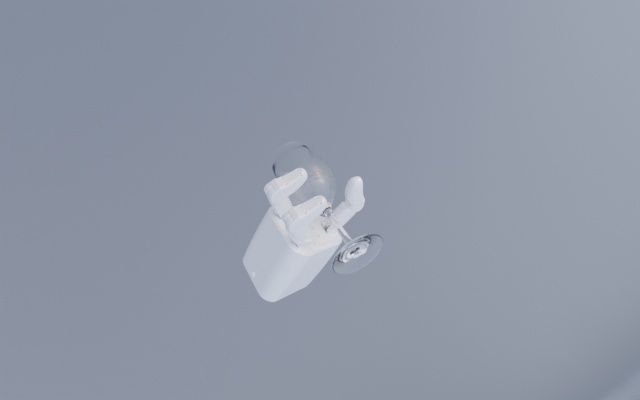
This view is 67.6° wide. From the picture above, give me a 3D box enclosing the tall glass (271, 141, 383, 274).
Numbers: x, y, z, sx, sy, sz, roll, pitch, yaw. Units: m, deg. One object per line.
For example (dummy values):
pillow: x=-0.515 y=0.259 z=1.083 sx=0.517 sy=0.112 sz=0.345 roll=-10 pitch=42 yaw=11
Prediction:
tall glass: x=0.001 y=0.003 z=0.657 sx=0.079 sy=0.079 sz=0.201 roll=0 pitch=42 yaw=-39
